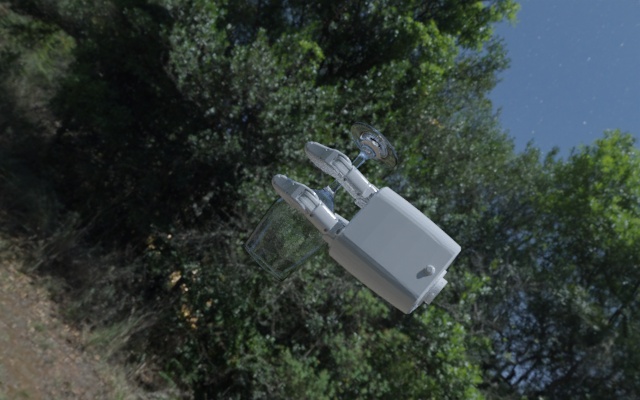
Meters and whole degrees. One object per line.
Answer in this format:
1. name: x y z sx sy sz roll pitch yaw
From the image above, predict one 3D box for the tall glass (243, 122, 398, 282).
1. tall glass: 0.000 0.001 0.563 0.201 0.079 0.079 -46 15 -15
